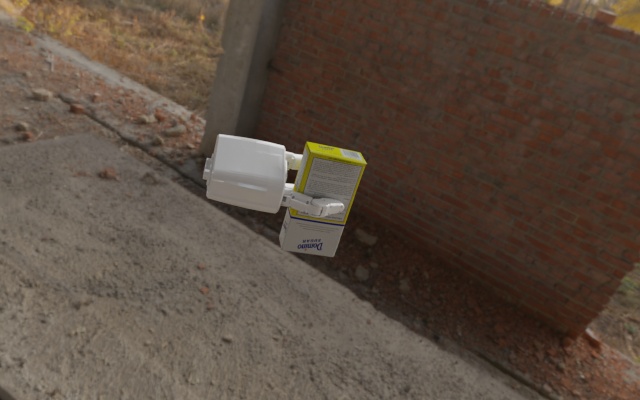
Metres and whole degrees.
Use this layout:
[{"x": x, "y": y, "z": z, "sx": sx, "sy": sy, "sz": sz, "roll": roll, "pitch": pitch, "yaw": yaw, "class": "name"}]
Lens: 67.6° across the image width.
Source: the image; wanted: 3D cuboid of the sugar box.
[{"x": 0.000, "y": 0.002, "z": 0.755, "sx": 0.093, "sy": 0.176, "sz": 0.048, "roll": 10, "pitch": 29, "yaw": -17, "class": "sugar box"}]
